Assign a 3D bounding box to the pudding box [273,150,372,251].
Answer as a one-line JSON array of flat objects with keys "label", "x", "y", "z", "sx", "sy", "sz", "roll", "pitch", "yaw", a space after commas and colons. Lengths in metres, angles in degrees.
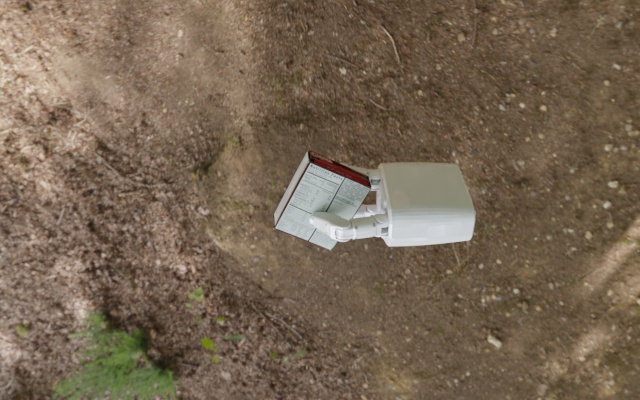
[{"label": "pudding box", "x": 0.000, "y": 0.002, "z": 0.620, "sx": 0.090, "sy": 0.113, "sz": 0.039, "roll": 23, "pitch": 25, "yaw": -15}]
